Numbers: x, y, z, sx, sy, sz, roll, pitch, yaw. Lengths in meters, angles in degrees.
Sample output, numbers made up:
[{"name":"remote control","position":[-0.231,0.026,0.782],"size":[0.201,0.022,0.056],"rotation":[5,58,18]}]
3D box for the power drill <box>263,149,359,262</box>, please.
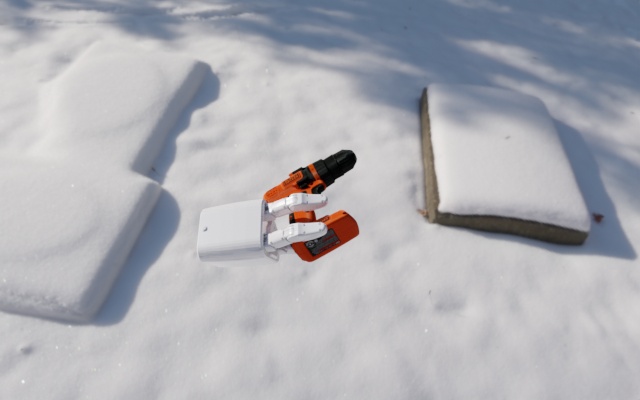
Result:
[{"name":"power drill","position":[0.000,0.003,0.797],"size":[0.184,0.057,0.187],"rotation":[-31,36,5]}]
